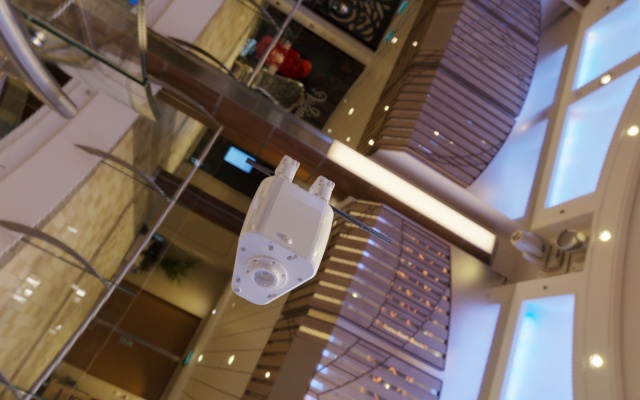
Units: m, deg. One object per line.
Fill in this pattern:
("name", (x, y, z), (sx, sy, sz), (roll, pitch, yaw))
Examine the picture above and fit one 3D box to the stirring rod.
("stirring rod", (0.000, 0.002, 0.681), (0.239, 0.011, 0.011), (30, -6, -10))
